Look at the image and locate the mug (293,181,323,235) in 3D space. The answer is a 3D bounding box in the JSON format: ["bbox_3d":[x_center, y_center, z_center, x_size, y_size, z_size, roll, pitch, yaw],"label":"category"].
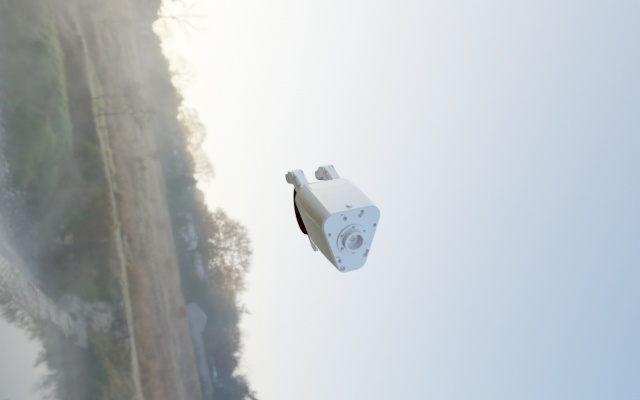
[{"bbox_3d":[0.000,0.002,0.842,0.081,0.093,0.117,-9,27,-19],"label":"mug"}]
